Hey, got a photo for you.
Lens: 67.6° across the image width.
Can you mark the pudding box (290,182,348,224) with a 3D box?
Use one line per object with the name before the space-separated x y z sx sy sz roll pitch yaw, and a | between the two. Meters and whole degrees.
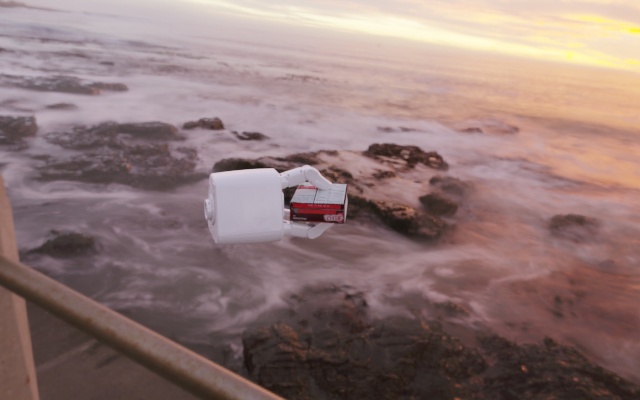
pudding box | 0.000 0.002 0.807 0.090 0.039 0.113 4 21 5
